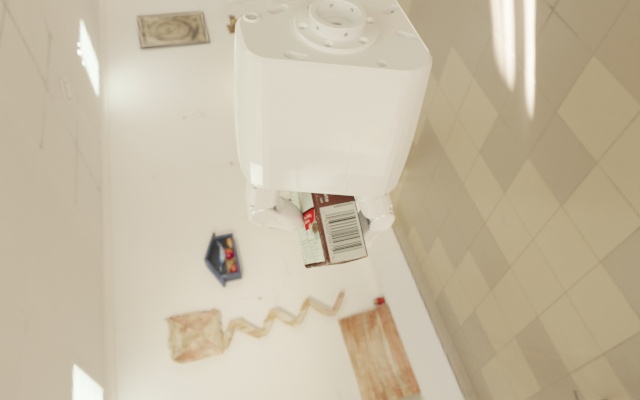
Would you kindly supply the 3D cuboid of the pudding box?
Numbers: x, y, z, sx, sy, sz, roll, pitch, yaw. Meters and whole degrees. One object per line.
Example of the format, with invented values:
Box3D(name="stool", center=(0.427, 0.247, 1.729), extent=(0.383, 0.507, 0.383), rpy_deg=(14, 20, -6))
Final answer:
Box3D(name="pudding box", center=(0.000, 0.001, 0.423), extent=(0.039, 0.113, 0.090), rpy_deg=(-9, -7, -14))
